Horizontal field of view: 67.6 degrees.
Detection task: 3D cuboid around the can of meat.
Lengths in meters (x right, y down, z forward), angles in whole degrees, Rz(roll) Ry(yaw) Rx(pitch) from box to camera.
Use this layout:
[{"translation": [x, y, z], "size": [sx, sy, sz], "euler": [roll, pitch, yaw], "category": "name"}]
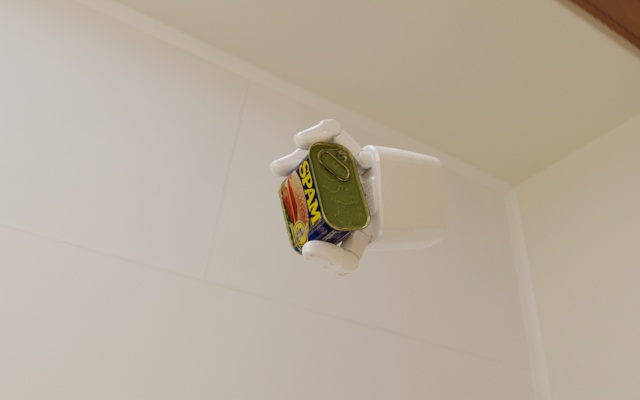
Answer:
[{"translation": [0.000, 0.002, 0.521], "size": [0.057, 0.102, 0.084], "euler": [1, -27, -32], "category": "can of meat"}]
